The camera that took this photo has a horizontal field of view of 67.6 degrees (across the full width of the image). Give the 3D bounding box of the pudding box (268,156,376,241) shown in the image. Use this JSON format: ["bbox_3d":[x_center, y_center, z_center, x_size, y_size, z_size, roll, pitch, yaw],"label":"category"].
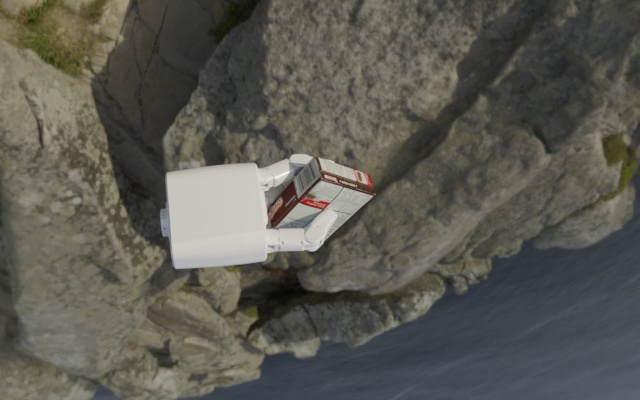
[{"bbox_3d":[0.000,0.002,0.608,0.090,0.039,0.113,14,-43,-35],"label":"pudding box"}]
